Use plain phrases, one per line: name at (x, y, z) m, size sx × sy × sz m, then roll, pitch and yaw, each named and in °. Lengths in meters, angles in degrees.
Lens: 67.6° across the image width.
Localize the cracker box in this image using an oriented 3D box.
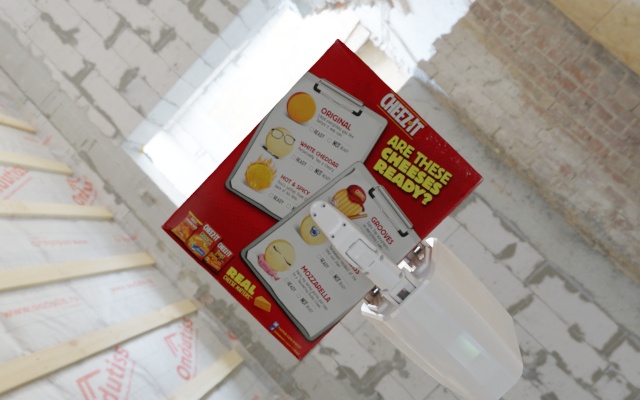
cracker box at (0.000, 0.002, 0.416) m, size 0.164 × 0.214 × 0.072 m, roll 44°, pitch 4°, yaw -1°
